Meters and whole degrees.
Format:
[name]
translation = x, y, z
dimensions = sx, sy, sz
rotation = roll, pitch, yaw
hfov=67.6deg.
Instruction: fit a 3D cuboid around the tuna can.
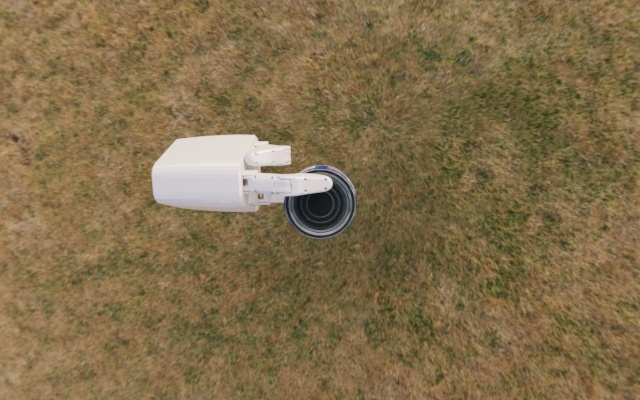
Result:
[tuna can]
translation = 0.000, 0.002, 0.563
dimensions = 0.086, 0.086, 0.033
rotation = 0, 9, 2
